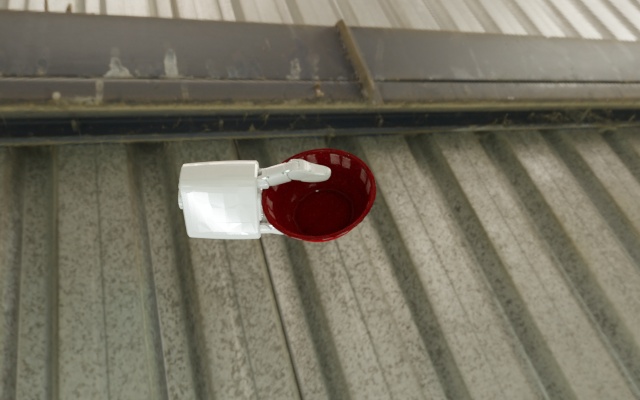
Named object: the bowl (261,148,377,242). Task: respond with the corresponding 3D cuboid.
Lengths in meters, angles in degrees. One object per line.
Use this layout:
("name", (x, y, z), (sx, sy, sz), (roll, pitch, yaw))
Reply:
("bowl", (0.001, 0.003, 0.680), (0.162, 0.162, 0.055), (0, -37, 11))
